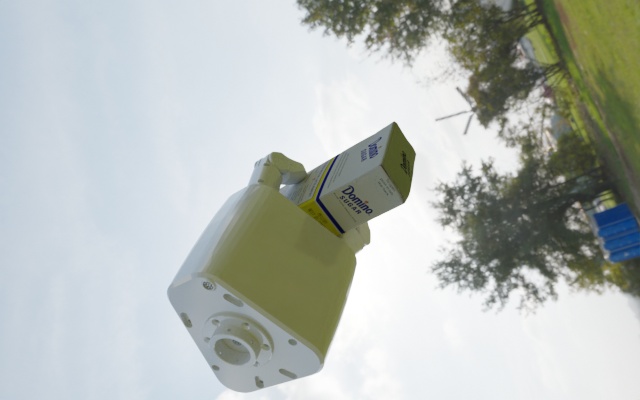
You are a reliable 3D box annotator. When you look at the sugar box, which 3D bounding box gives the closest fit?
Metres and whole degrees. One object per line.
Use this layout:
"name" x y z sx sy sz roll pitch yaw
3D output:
"sugar box" 0.000 0.002 0.438 0.176 0.048 0.093 -25 21 28
